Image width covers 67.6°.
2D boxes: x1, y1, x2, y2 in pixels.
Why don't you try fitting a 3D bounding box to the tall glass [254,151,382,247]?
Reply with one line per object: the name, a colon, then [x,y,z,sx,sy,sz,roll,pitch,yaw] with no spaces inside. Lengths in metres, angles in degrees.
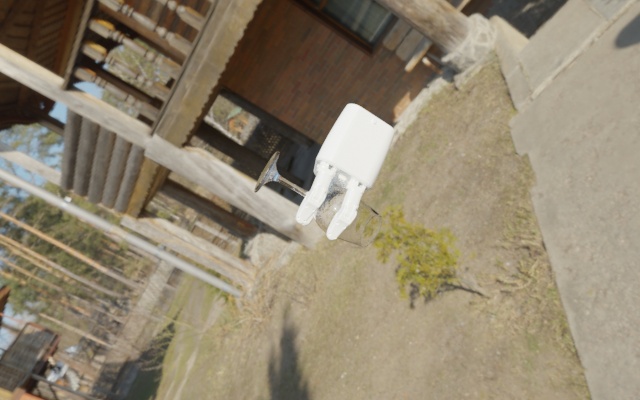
tall glass: [-0.001,0.002,0.762,0.201,0.079,0.079,30,-8,-15]
